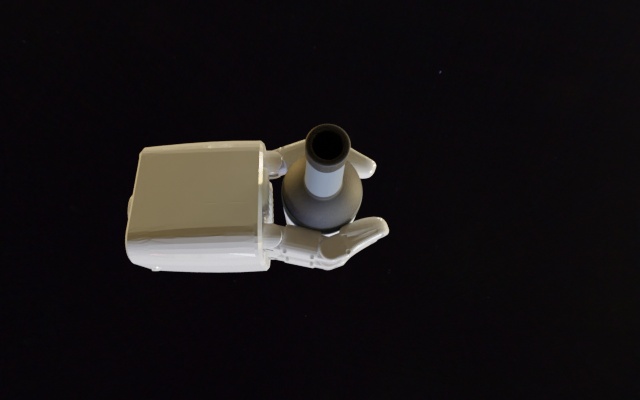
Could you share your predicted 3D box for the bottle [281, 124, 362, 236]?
[{"bbox_3d":[0.000,0.001,0.427,0.069,0.069,0.296,0,-14,-2],"label":"bottle"}]
